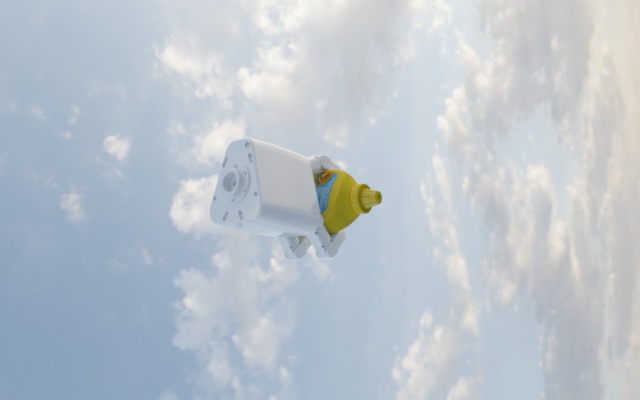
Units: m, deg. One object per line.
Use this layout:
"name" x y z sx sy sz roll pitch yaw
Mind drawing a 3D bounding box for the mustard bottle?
"mustard bottle" 0.000 0.002 0.679 0.191 0.096 0.058 -5 -38 37
